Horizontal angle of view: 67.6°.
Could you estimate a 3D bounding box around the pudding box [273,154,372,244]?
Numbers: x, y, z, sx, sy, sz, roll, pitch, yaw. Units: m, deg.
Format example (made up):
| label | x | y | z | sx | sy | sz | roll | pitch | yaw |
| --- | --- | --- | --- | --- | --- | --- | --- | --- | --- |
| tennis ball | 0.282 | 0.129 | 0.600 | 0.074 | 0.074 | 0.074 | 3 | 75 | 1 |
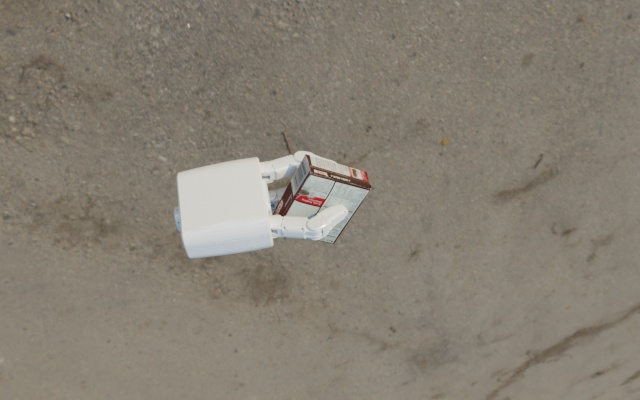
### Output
| label | x | y | z | sx | sy | sz | roll | pitch | yaw |
| --- | --- | --- | --- | --- | --- | --- | --- | --- | --- |
| pudding box | 0.000 | 0.002 | 0.622 | 0.090 | 0.039 | 0.113 | 14 | -49 | -24 |
